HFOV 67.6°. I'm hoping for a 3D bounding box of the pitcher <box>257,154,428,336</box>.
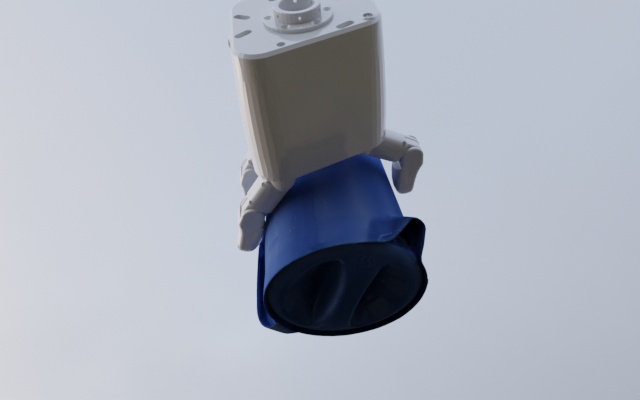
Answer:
[{"bbox_3d":[0.000,0.001,0.467,0.149,0.242,0.145,-8,-44,-2],"label":"pitcher"}]
